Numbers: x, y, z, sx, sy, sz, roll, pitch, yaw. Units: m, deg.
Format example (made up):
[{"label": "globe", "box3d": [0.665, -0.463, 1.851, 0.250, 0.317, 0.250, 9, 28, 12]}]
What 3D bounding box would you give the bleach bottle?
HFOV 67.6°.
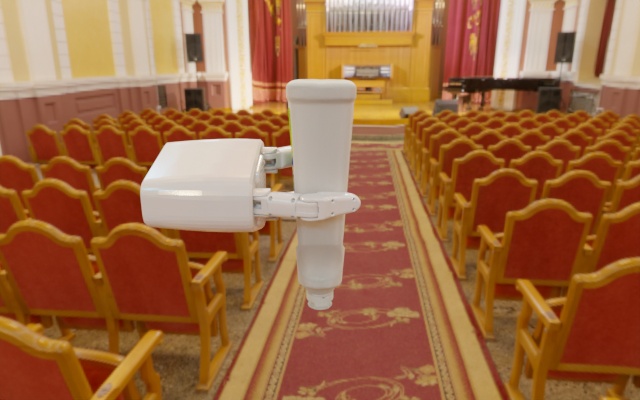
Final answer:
[{"label": "bleach bottle", "box3d": [0.000, 0.002, 0.508, 0.068, 0.251, 0.102, 0, 16, 0]}]
